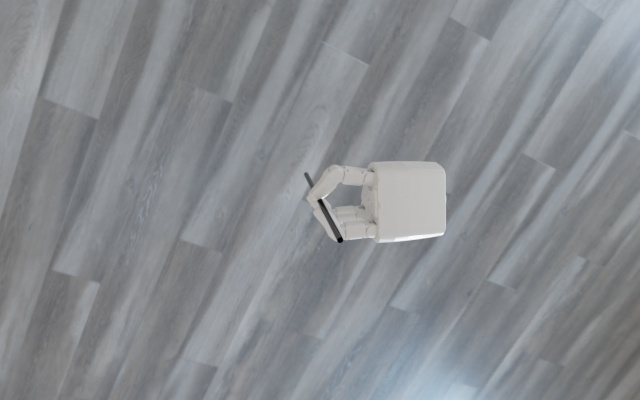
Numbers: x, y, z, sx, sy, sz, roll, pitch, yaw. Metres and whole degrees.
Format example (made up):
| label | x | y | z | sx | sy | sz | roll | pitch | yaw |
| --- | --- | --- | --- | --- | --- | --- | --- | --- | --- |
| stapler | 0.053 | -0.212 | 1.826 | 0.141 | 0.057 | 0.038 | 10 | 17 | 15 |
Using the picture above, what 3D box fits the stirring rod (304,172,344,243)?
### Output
| label | x | y | z | sx | sy | sz | roll | pitch | yaw |
| --- | --- | --- | --- | --- | --- | --- | --- | --- | --- |
| stirring rod | 0.000 | 0.002 | 0.682 | 0.011 | 0.011 | 0.239 | 0 | 22 | -12 |
